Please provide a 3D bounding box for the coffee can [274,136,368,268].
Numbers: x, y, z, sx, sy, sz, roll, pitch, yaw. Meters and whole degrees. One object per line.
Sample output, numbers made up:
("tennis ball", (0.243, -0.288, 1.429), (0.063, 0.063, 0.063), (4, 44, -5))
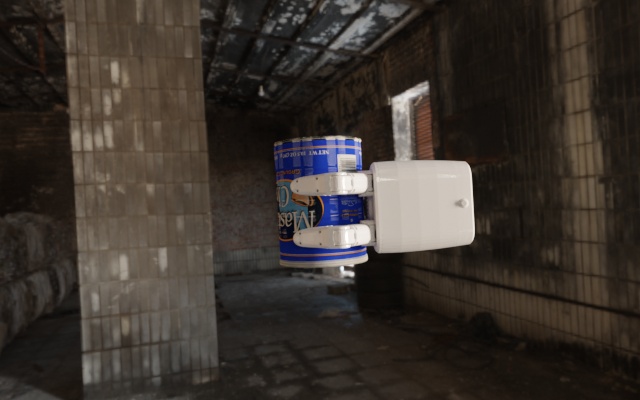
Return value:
("coffee can", (0.000, 0.002, 0.557), (0.103, 0.140, 0.103), (-3, 0, 0))
